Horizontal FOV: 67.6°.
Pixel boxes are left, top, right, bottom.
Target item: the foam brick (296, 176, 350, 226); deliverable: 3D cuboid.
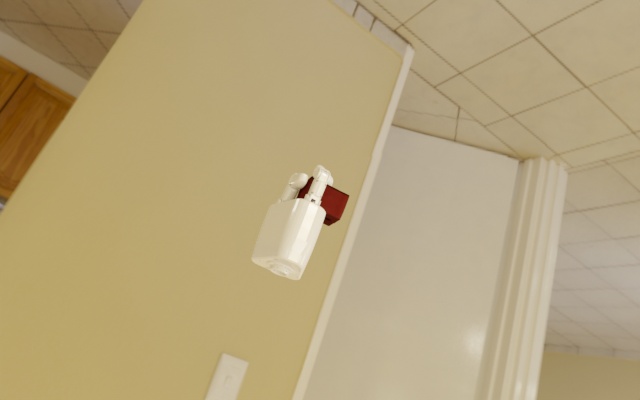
[{"bbox_3d":[0.000,0.003,0.837,0.078,0.051,0.053,26,-25,-14],"label":"foam brick"}]
